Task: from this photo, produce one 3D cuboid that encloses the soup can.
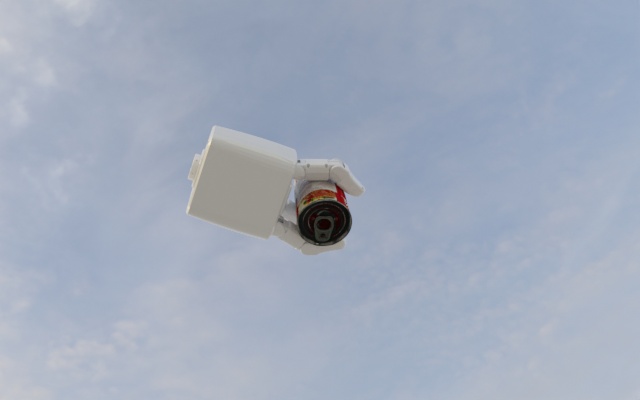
[{"bbox_3d":[0.001,0.002,0.617,0.068,0.068,0.102,0,31,-6],"label":"soup can"}]
